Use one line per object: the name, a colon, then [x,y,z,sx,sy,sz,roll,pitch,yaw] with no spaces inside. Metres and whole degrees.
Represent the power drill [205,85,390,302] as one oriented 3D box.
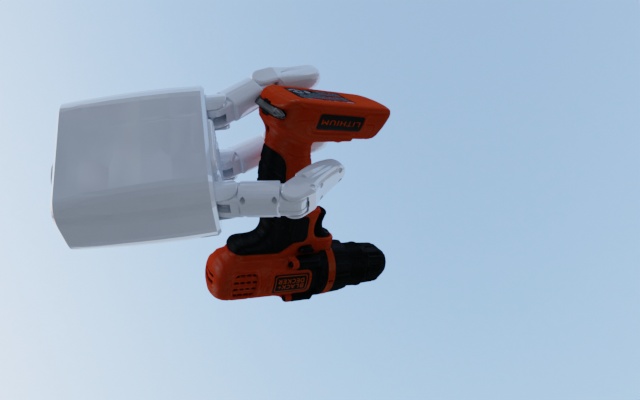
power drill: [0.000,0.001,0.420,0.184,0.188,0.057,-1,24,-33]
